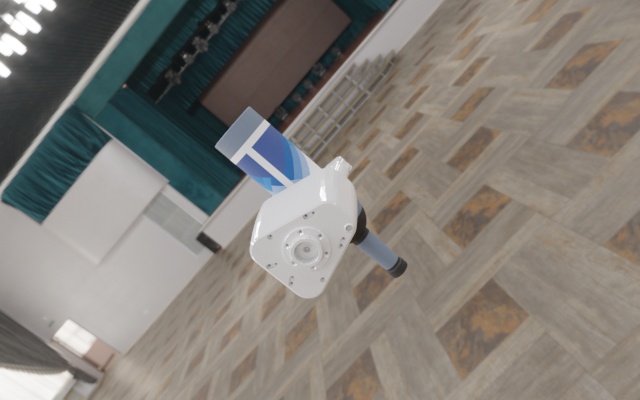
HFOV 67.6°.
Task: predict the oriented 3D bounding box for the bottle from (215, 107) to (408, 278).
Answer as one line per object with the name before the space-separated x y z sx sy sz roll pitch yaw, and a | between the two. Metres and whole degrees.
bottle | 0.000 0.002 0.621 0.296 0.069 0.069 40 -10 -12
